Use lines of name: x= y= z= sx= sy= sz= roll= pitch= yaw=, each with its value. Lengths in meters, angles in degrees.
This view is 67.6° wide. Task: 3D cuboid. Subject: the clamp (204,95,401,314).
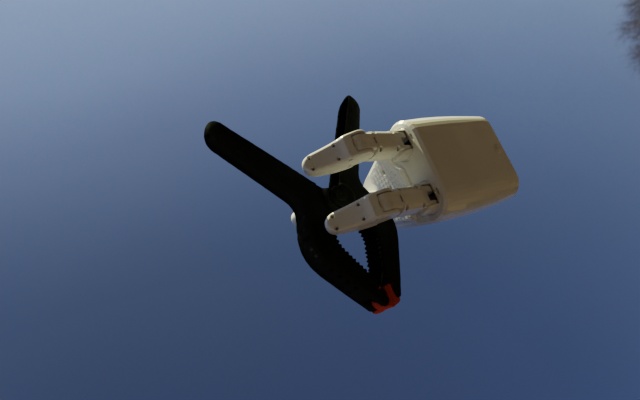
clamp: x=0.000 y=0.002 z=0.417 sx=0.164 sy=0.210 sz=0.036 roll=-11 pitch=-20 yaw=-30
